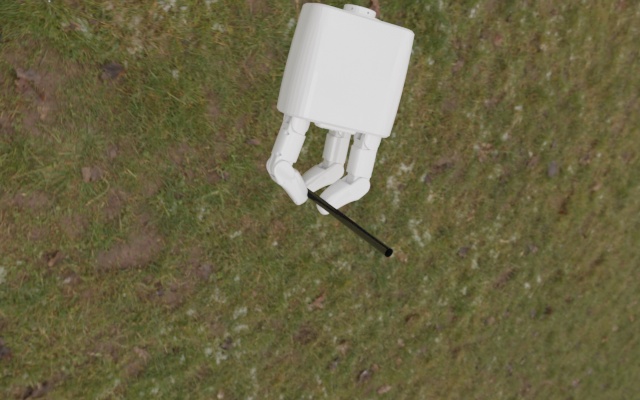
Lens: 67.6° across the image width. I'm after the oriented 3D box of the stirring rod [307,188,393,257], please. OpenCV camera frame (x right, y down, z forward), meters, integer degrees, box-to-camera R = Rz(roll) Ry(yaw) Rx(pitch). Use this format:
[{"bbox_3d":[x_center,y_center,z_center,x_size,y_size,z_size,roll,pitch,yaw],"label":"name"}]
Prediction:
[{"bbox_3d":[0.000,0.001,0.487,0.011,0.011,0.239,0,20,-30],"label":"stirring rod"}]
